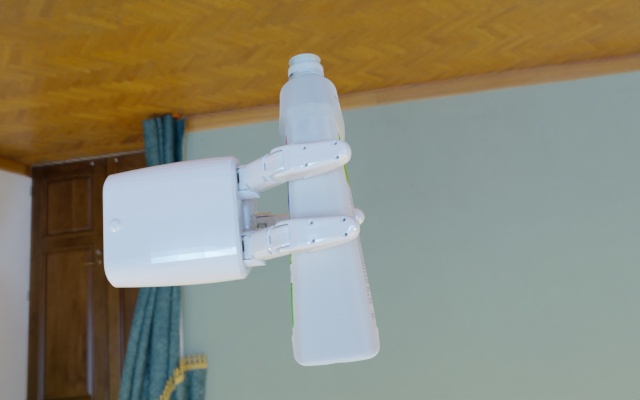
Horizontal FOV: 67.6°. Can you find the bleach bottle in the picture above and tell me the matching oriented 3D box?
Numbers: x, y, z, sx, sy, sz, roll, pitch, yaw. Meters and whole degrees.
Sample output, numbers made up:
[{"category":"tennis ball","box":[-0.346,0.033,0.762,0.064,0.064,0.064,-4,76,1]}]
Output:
[{"category":"bleach bottle","box":[0.000,0.001,0.401,0.068,0.250,0.102,-6,-12,0]}]
